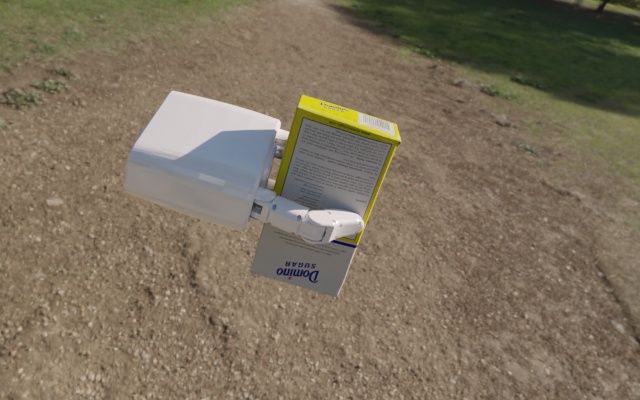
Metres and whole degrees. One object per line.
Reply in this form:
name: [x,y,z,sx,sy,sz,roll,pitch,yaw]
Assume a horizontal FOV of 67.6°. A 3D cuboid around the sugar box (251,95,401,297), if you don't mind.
sugar box: [0.000,0.001,0.448,0.093,0.176,0.048,17,29,-5]
